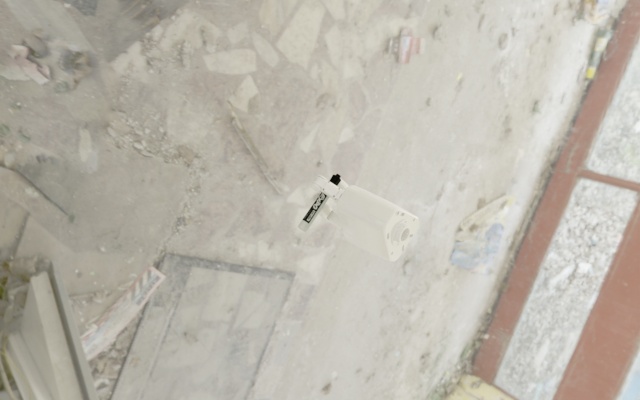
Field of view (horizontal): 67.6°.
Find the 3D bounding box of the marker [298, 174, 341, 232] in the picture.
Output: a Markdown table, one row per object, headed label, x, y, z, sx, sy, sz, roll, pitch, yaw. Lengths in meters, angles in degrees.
| label | x | y | z | sx | sy | sz | roll | pitch | yaw |
| --- | --- | --- | --- | --- | --- | --- | --- | --- | --- |
| marker | 0.000 | 0.003 | 0.858 | 0.020 | 0.121 | 0.020 | 33 | -10 | 7 |
